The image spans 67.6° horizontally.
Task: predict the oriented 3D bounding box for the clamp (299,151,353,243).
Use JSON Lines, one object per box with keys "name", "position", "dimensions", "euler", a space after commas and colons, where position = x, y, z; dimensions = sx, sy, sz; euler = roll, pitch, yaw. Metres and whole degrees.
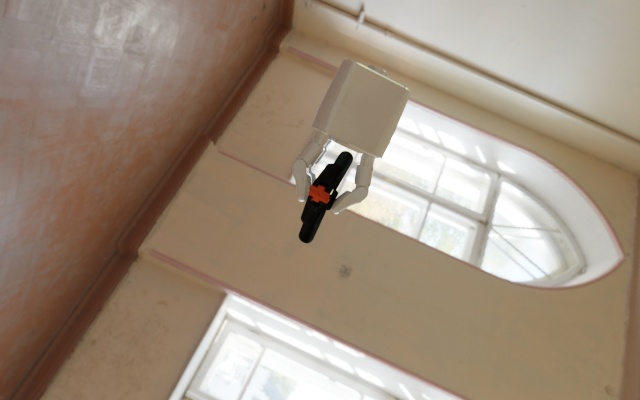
{"name": "clamp", "position": [0.001, 0.002, 0.696], "dimensions": [0.036, 0.164, 0.210], "euler": [26, 8, 3]}
